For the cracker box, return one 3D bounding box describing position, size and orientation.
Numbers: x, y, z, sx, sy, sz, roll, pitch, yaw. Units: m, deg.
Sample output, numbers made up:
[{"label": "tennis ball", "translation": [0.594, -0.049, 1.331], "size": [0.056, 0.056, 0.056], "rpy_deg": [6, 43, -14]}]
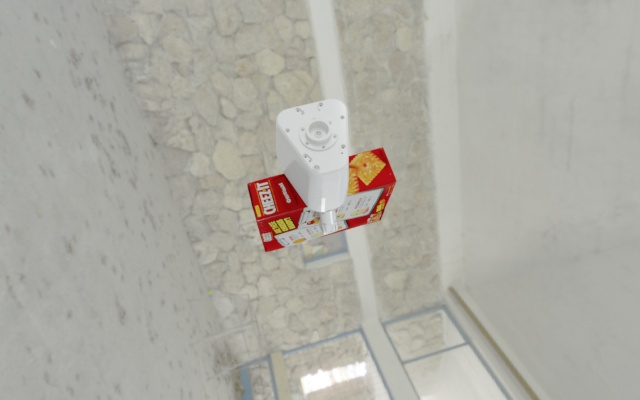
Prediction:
[{"label": "cracker box", "translation": [0.000, 0.003, 0.767], "size": [0.213, 0.072, 0.164], "rpy_deg": [-15, -21, -8]}]
